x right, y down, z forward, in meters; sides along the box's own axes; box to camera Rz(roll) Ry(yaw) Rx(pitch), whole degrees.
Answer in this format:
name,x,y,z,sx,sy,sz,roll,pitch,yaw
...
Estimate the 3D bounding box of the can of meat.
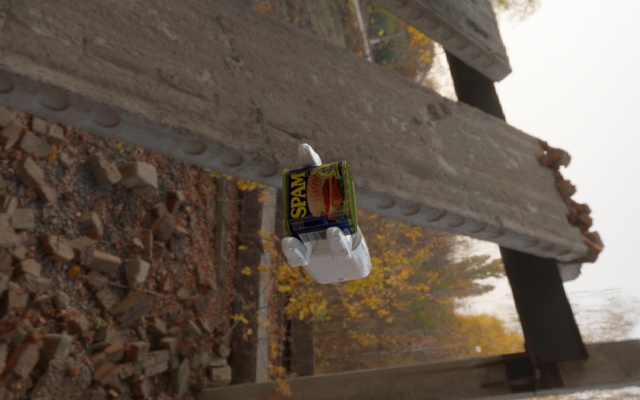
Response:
name,x,y,z,sx,sy,sz,roll,pitch,yaw
can of meat,0.000,0.002,0.607,0.084,0.102,0.057,-10,-35,11
